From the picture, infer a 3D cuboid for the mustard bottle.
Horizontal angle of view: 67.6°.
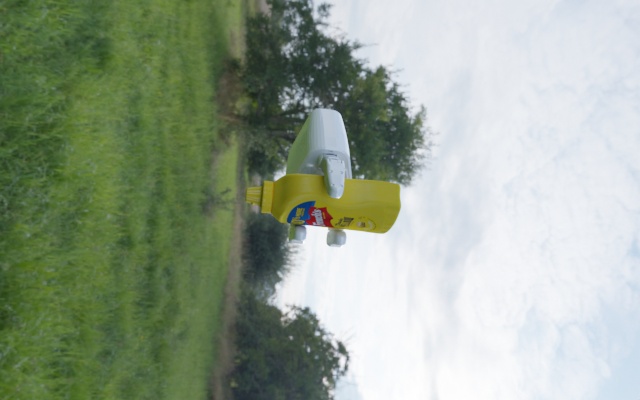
[{"bbox_3d":[0.000,0.002,0.615,0.191,0.058,0.096,6,-24,-8],"label":"mustard bottle"}]
